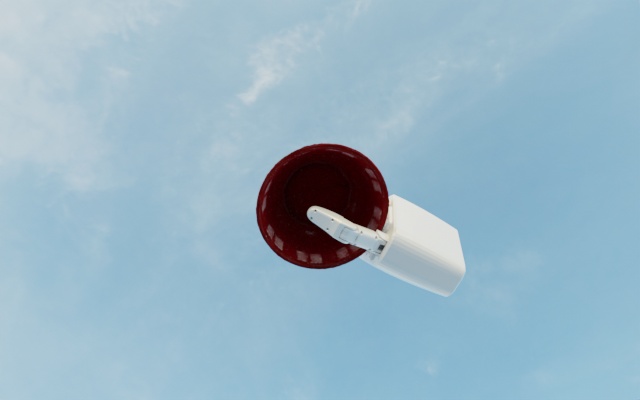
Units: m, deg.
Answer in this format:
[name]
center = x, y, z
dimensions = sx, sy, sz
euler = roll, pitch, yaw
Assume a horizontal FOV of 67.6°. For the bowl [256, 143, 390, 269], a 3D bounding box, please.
[bowl]
center = -0.001, 0.001, 0.593
dimensions = 0.162, 0.162, 0.055
euler = 0, 21, -10
